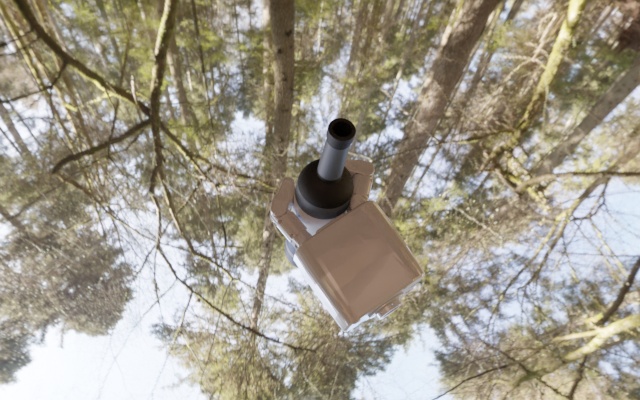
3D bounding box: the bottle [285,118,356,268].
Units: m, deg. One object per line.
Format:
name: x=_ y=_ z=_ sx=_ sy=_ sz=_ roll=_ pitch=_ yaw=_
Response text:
bottle: x=0.000 y=0.002 z=0.585 sx=0.069 sy=0.069 sz=0.296 roll=0 pitch=-29 yaw=-9
